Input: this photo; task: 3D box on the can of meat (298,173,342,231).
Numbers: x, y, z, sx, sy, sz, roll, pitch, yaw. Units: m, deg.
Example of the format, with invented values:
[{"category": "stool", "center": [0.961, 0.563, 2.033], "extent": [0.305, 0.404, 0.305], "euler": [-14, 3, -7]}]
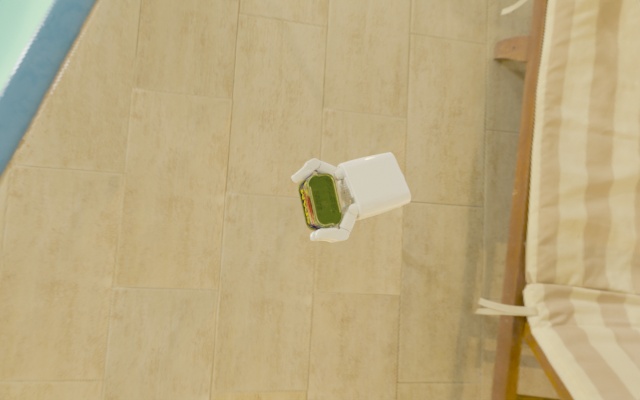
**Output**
[{"category": "can of meat", "center": [0.000, 0.003, 0.887], "extent": [0.057, 0.102, 0.084], "euler": [-12, -3, -13]}]
